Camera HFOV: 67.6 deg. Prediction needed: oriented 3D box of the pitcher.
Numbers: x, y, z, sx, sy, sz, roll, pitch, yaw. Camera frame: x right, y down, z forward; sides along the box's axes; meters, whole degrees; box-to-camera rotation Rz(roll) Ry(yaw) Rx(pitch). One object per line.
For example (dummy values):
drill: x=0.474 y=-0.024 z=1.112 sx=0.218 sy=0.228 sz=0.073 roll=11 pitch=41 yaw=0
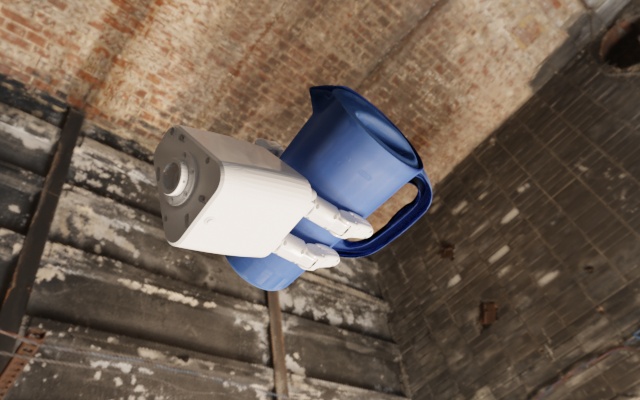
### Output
pitcher: x=0.000 y=0.002 z=0.563 sx=0.243 sy=0.149 sz=0.145 roll=-47 pitch=-33 yaw=23
